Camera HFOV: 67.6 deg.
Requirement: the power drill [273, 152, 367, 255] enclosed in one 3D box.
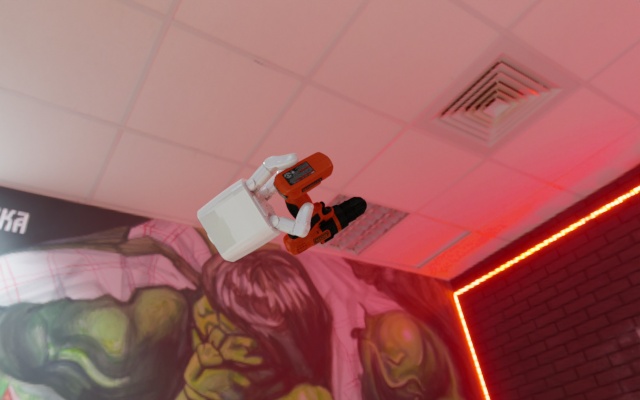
[{"bbox_3d":[0.000,0.003,0.886,0.184,0.188,0.057,-31,48,-14],"label":"power drill"}]
